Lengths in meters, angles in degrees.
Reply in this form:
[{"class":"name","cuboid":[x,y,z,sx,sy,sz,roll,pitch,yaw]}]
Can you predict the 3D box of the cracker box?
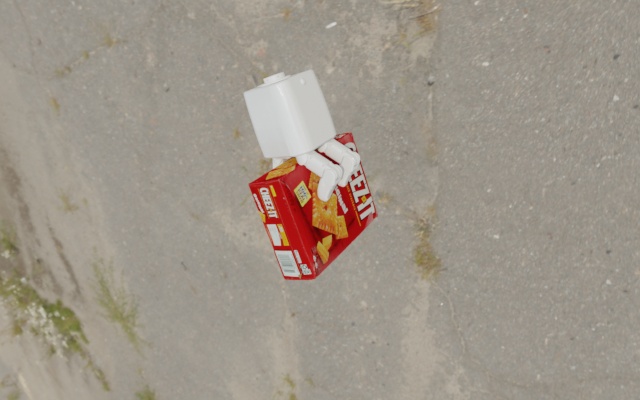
[{"class":"cracker box","cuboid":[0.000,0.003,0.765,0.072,0.164,0.213,-5,22,38]}]
